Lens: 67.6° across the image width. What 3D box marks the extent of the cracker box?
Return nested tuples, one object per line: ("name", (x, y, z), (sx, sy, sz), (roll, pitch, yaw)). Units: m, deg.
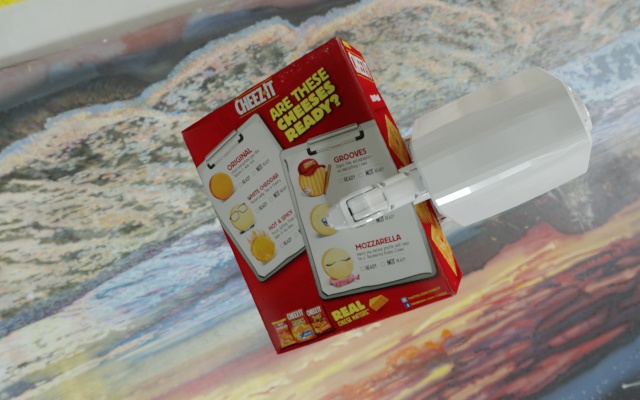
("cracker box", (0.000, 0.002, 0.410), (0.164, 0.213, 0.072), (-25, -3, 22))
